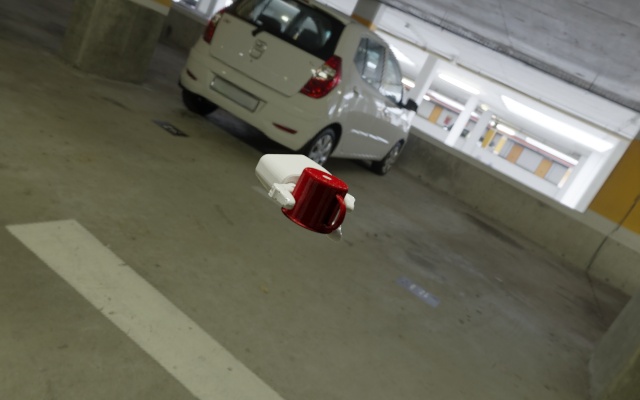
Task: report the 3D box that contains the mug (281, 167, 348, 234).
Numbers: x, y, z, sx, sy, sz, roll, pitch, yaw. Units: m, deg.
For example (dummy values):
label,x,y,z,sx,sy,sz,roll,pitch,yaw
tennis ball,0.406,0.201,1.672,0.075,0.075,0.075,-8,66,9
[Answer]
label,x,y,z,sx,sy,sz,roll,pitch,yaw
mug,0.001,0.003,0.772,0.093,0.081,0.117,14,18,-40
